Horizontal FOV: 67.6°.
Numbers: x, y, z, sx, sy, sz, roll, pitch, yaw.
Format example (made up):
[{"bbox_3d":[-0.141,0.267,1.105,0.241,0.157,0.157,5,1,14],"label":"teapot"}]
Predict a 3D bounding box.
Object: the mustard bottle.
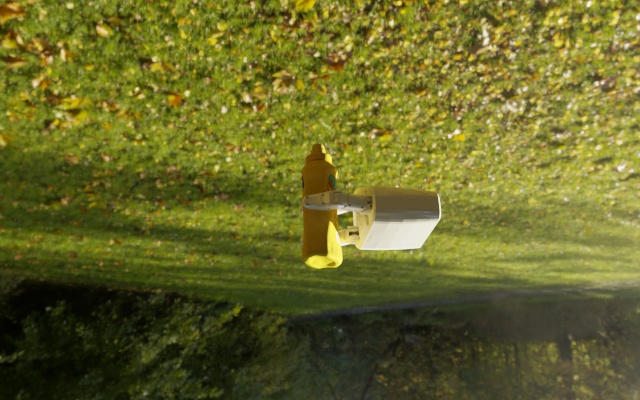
[{"bbox_3d":[0.000,0.003,0.735,0.058,0.191,0.096,-5,-19,10],"label":"mustard bottle"}]
